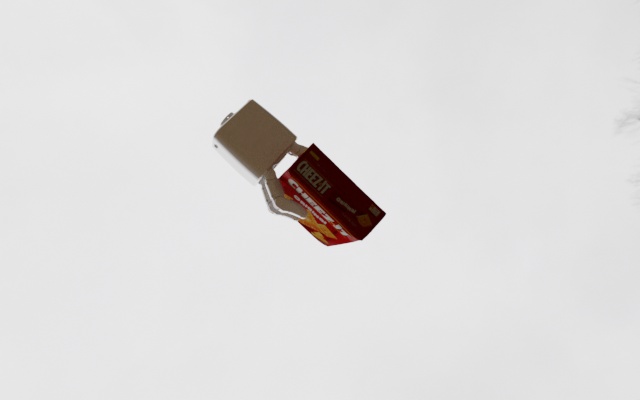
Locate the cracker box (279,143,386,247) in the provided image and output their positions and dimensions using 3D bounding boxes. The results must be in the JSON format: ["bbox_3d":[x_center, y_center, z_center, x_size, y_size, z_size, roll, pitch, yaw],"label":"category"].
[{"bbox_3d":[0.000,0.003,0.839,0.164,0.072,0.214,43,-15,-5],"label":"cracker box"}]
